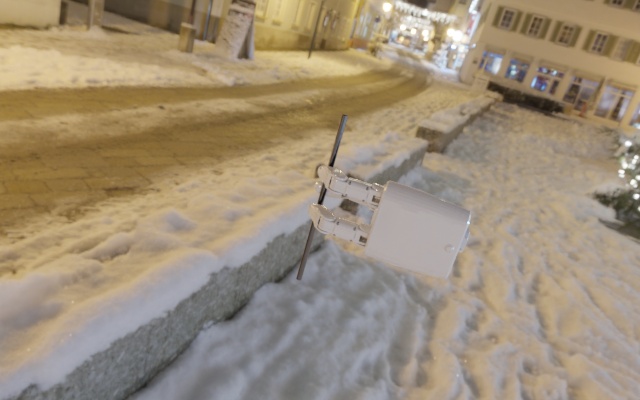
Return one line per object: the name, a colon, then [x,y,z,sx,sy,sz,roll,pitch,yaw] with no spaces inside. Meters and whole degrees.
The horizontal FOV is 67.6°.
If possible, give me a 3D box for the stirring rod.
stirring rod: [0.000,0.002,0.642,0.011,0.240,0.011,14,19,-5]
